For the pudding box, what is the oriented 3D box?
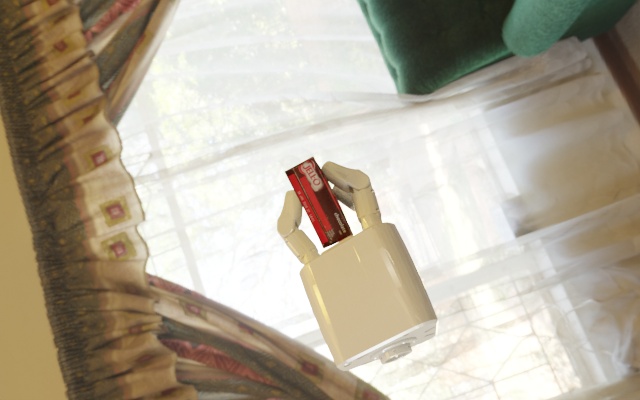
[{"bbox_3d":[0.000,0.002,0.530,0.039,0.090,0.113,-26,0,0],"label":"pudding box"}]
